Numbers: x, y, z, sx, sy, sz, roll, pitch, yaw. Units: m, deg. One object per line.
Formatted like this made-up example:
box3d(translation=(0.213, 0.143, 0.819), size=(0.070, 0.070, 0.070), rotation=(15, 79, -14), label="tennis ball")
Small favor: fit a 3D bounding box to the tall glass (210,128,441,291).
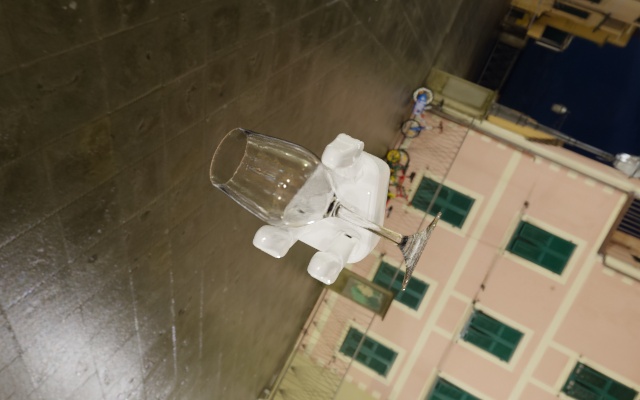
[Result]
box3d(translation=(0.001, 0.002, 0.431), size=(0.201, 0.079, 0.079), rotation=(26, 6, 13), label="tall glass")
